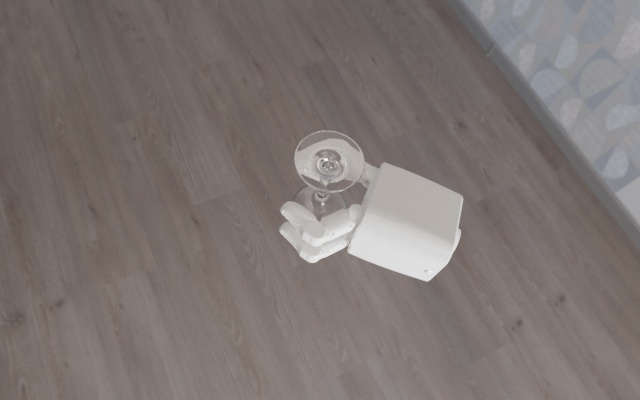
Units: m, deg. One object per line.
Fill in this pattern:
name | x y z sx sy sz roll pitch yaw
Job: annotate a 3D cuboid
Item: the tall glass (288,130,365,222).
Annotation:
tall glass | 0.000 0.001 0.583 0.079 0.079 0.201 0 -26 -6
